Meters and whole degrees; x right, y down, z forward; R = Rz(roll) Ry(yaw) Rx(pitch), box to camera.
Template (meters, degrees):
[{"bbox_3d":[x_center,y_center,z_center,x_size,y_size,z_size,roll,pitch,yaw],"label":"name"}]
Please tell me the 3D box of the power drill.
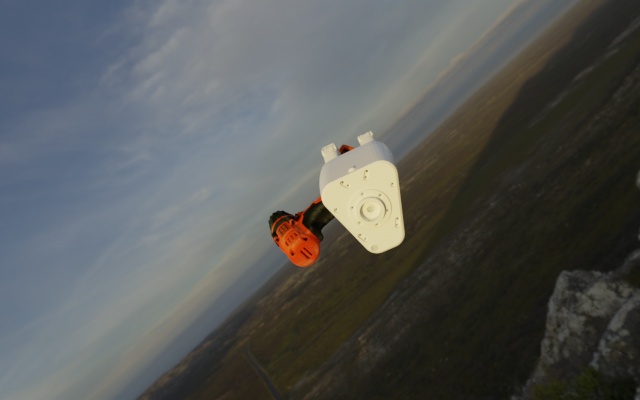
[{"bbox_3d":[0.000,0.002,0.727,0.057,0.187,0.184,41,-1,-23],"label":"power drill"}]
